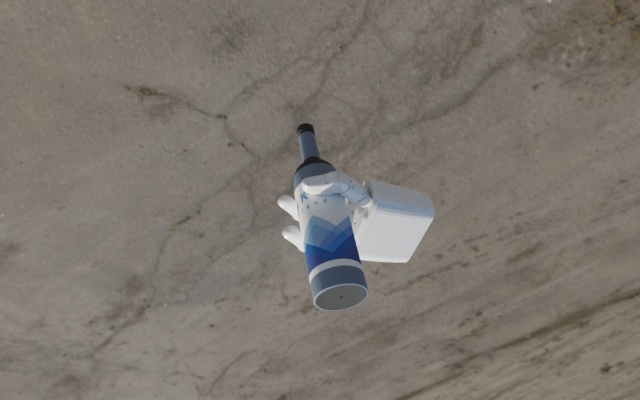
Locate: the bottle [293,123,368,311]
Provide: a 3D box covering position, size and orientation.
[{"bbox_3d":[0.000,0.002,0.654,0.069,0.295,0.069,-7,-38,-6],"label":"bottle"}]
